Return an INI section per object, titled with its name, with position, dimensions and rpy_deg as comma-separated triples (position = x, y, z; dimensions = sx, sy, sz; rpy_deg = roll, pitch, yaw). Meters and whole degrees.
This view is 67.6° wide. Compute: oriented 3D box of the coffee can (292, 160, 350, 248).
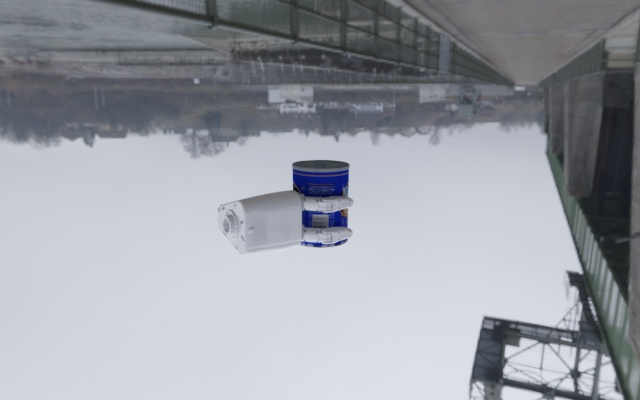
[coffee can]
position = 0.000, 0.003, 0.860
dimensions = 0.103, 0.140, 0.102
rpy_deg = 0, 13, 0
